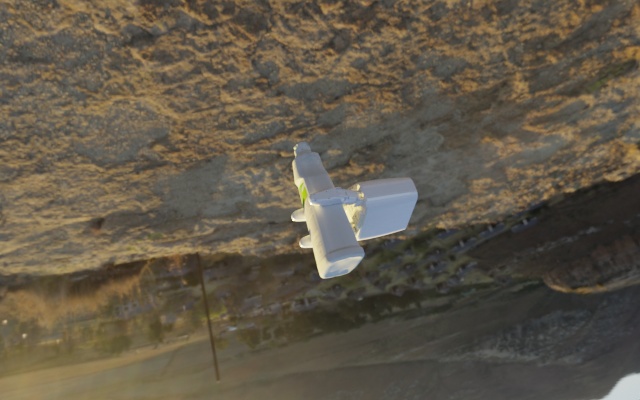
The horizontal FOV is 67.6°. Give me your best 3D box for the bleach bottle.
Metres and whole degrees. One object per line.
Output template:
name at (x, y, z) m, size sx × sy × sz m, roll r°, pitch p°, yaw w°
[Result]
bleach bottle at (0.000, 0.003, 0.840) m, size 0.068 × 0.250 × 0.103 m, roll -9°, pitch -25°, yaw -19°
